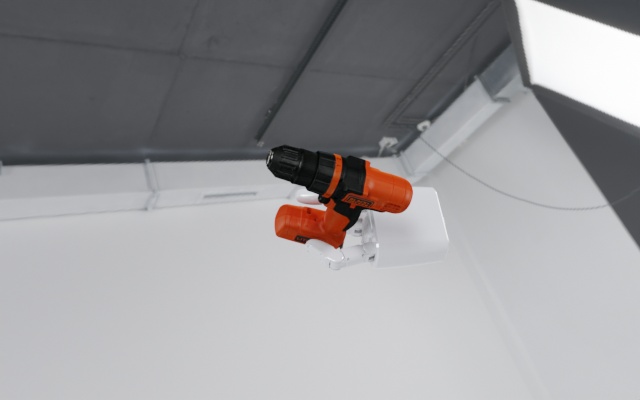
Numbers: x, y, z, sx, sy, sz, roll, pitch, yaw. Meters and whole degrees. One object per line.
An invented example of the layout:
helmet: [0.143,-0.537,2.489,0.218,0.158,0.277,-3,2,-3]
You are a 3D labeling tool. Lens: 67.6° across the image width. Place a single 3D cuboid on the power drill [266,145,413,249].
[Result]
power drill: [0.000,0.002,0.626,0.184,0.057,0.188,17,-28,-15]
